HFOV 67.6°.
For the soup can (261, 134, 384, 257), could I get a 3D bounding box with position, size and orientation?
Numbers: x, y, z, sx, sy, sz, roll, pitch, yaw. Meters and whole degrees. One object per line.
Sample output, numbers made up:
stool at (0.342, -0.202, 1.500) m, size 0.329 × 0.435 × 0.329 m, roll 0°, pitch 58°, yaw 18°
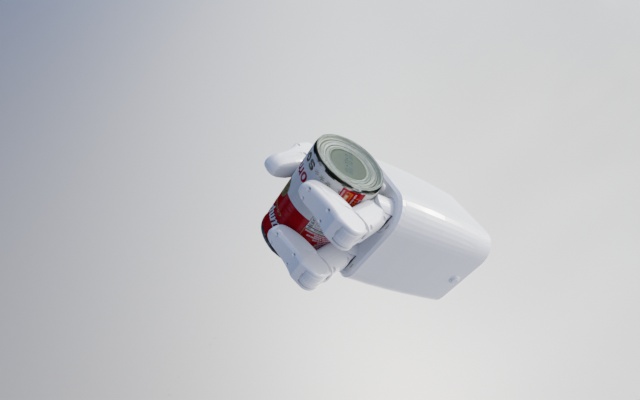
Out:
soup can at (0.000, 0.001, 0.417) m, size 0.068 × 0.068 × 0.102 m, roll 0°, pitch -41°, yaw -41°
